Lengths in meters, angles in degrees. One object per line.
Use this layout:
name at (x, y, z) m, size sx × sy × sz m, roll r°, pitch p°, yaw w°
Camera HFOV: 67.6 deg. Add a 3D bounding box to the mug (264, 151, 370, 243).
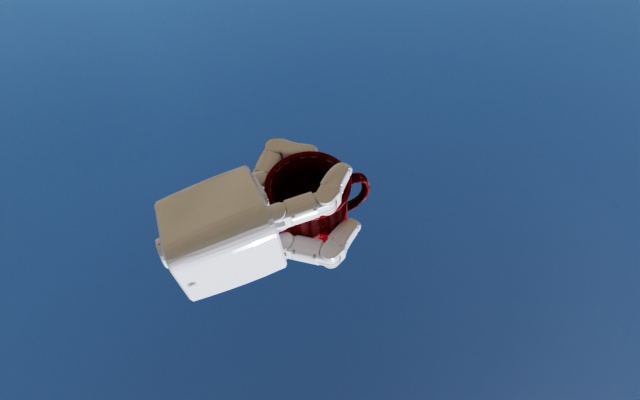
mug at (0.001, 0.001, 0.538) m, size 0.117 × 0.093 × 0.082 m, roll -20°, pitch -35°, yaw -10°
